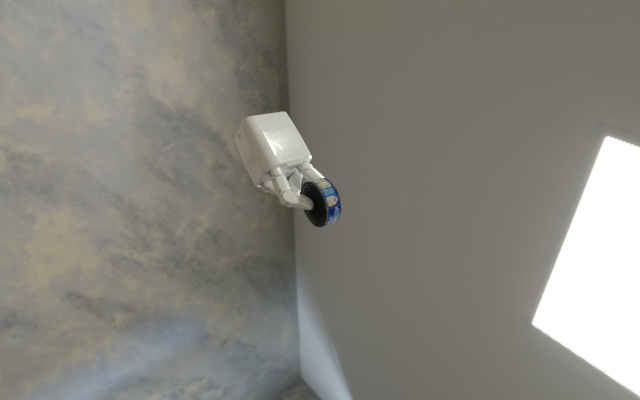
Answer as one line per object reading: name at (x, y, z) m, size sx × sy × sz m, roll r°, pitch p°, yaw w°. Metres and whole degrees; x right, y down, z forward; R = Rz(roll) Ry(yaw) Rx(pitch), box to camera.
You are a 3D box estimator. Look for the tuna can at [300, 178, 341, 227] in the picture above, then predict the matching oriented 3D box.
tuna can at (0.001, 0.003, 0.859) m, size 0.033 × 0.086 × 0.086 m, roll -19°, pitch 10°, yaw -30°
